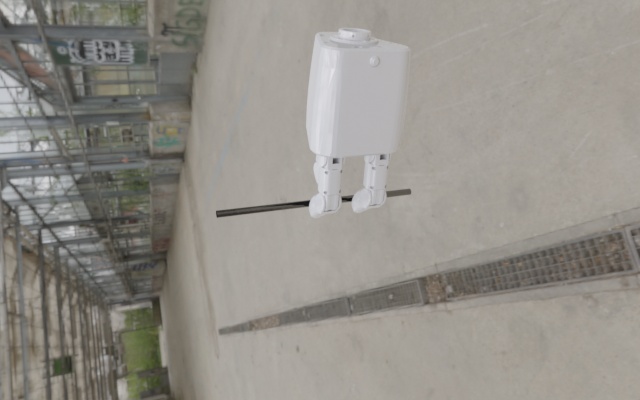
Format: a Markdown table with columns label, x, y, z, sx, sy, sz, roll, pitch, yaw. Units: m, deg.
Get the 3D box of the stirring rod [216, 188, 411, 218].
| label | x | y | z | sx | sy | sz | roll | pitch | yaw |
| --- | --- | --- | --- | --- | --- | --- | --- | --- | --- |
| stirring rod | 0.000 | 0.002 | 0.556 | 0.239 | 0.011 | 0.011 | -7 | 2 | -21 |
